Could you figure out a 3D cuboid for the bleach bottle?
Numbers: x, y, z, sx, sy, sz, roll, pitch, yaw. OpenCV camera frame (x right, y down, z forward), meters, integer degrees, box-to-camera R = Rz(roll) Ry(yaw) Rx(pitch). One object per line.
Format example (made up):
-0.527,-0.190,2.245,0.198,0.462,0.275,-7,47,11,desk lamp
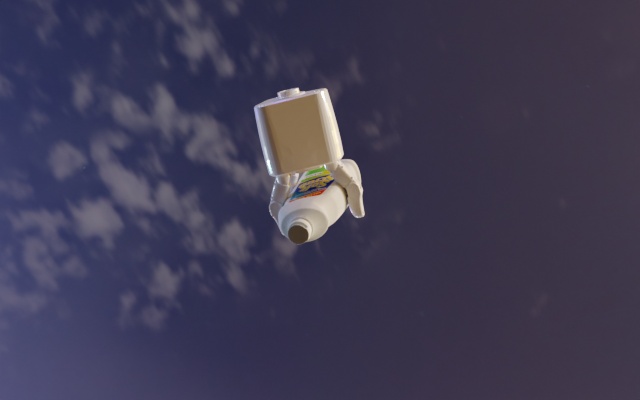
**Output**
0.000,0.002,0.736,0.102,0.068,0.250,-9,17,13,bleach bottle
